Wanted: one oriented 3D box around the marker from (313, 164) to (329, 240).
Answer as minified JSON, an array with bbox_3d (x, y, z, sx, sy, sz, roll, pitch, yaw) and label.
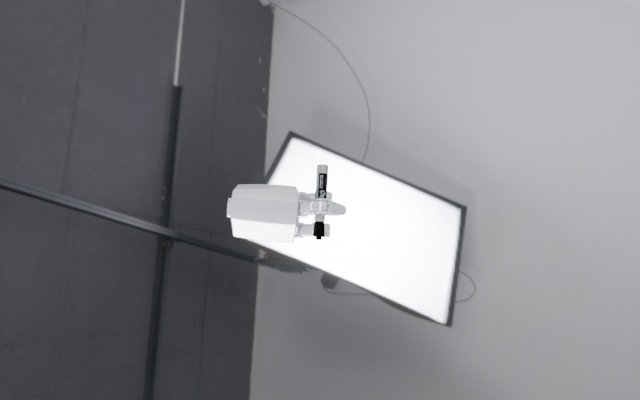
[{"bbox_3d":[0.000,0.002,0.760,0.020,0.121,0.020,3,-11,1],"label":"marker"}]
